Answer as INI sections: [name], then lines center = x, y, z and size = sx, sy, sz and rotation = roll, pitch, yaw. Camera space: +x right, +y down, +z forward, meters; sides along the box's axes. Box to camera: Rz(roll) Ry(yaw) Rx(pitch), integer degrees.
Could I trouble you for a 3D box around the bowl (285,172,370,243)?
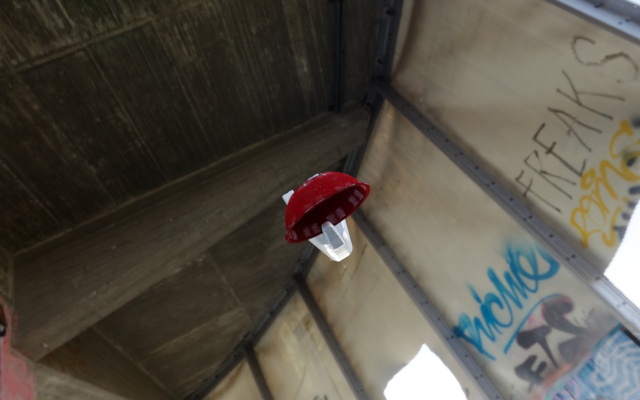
[bowl]
center = 0.000, 0.002, 0.780
size = 0.162, 0.055, 0.162
rotation = -30, -18, -11
